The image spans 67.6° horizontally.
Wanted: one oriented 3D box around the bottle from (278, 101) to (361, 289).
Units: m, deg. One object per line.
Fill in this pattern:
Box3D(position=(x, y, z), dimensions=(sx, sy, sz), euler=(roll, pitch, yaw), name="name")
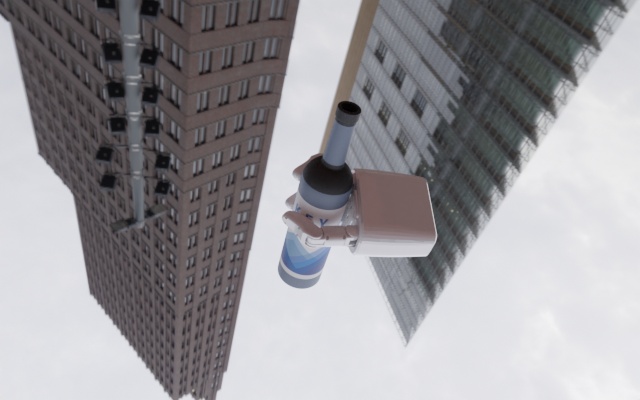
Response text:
Box3D(position=(0.000, 0.002, 0.626), dimensions=(0.069, 0.296, 0.069), euler=(9, 42, -9), name="bottle")
